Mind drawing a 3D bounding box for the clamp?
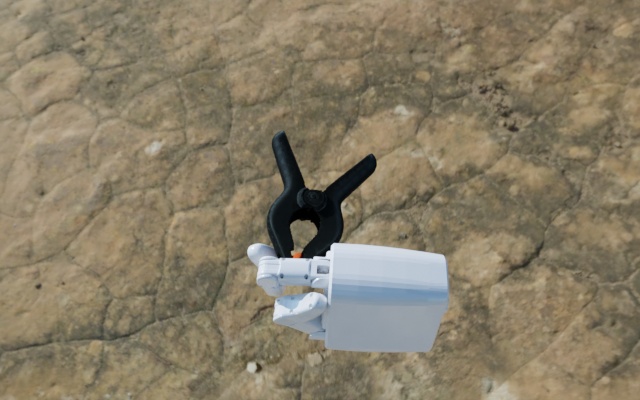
[{"bbox_3d":[0.000,0.001,0.505,0.120,0.171,0.039,4,-29,1],"label":"clamp"}]
